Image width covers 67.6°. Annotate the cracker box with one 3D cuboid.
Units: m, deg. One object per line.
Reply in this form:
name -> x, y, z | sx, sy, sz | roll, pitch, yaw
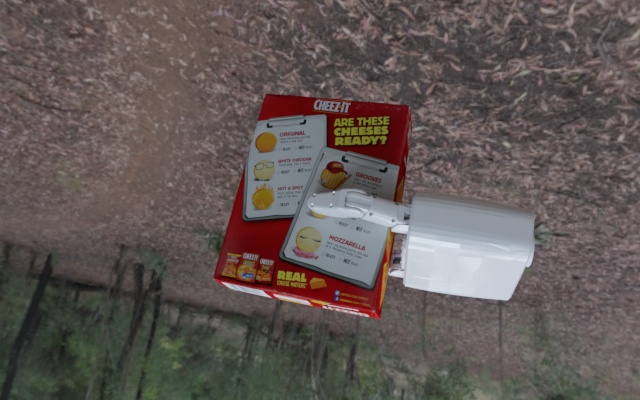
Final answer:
cracker box -> 0.000, 0.002, 0.504 | 0.164, 0.213, 0.072 | 8, -18, 14
